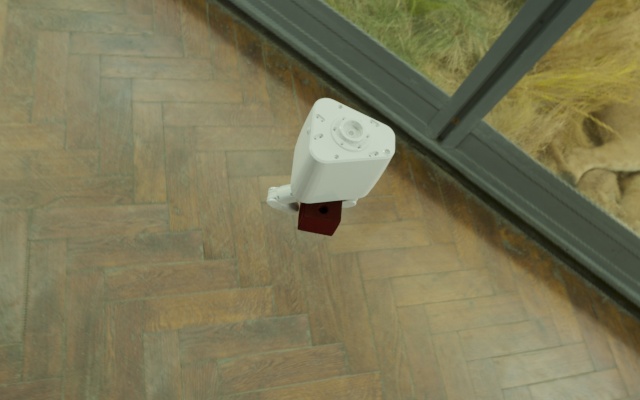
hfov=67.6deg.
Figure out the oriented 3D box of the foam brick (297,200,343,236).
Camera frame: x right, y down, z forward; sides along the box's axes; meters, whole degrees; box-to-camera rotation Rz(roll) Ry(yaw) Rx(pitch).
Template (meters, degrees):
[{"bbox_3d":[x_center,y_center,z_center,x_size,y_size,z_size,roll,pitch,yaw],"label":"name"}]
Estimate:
[{"bbox_3d":[0.000,0.003,0.672,0.053,0.078,0.051,9,-26,-10],"label":"foam brick"}]
